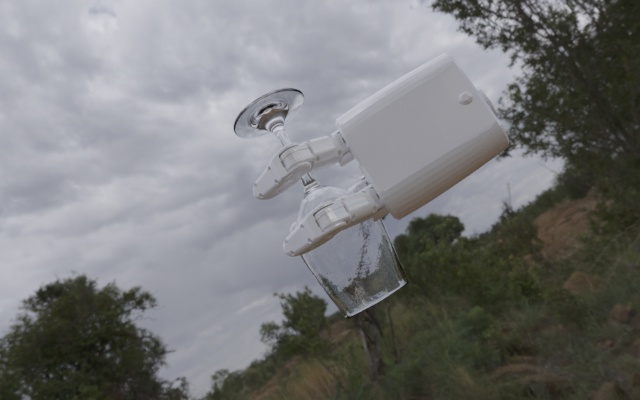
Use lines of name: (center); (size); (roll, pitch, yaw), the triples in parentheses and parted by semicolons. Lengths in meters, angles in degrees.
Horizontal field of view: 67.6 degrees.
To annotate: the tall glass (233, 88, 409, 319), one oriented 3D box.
tall glass: (0.000, 0.001, 0.426); (0.079, 0.201, 0.079); (-28, -14, -8)
